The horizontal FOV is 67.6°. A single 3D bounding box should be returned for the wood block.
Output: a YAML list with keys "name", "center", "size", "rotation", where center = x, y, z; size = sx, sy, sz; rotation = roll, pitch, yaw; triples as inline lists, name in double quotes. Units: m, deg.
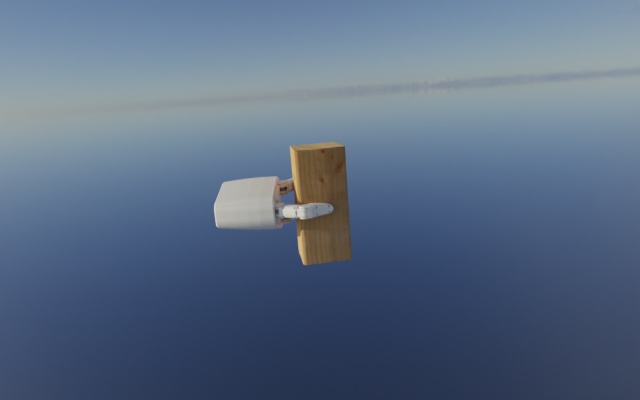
- name: "wood block"
  center: [0.000, 0.003, 0.875]
  size: [0.090, 0.206, 0.091]
  rotation: [-6, 13, -7]
